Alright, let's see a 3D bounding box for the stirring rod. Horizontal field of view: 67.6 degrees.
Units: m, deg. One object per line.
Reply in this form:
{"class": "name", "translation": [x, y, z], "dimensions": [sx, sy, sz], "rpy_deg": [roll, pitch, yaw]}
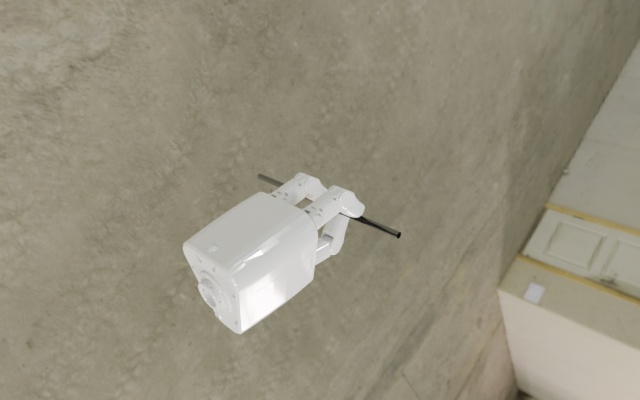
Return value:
{"class": "stirring rod", "translation": [0.000, 0.002, 0.599], "dimensions": [0.239, 0.011, 0.011], "rpy_deg": [23, 15, 39]}
